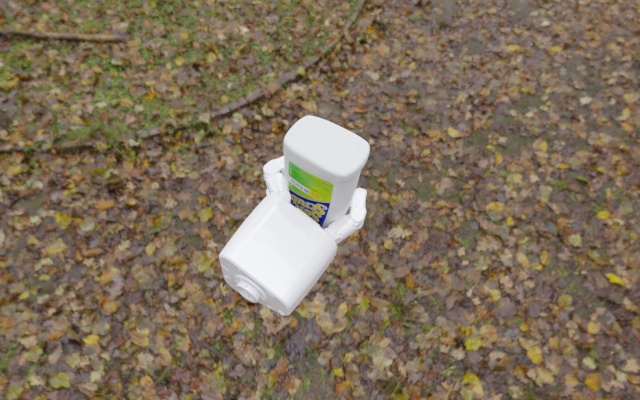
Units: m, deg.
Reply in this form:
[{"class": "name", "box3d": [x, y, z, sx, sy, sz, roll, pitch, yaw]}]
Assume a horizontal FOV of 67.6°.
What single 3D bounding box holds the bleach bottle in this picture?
[{"class": "bleach bottle", "box3d": [0.000, 0.002, 0.657, 0.102, 0.068, 0.251, 30, -31, 16]}]
